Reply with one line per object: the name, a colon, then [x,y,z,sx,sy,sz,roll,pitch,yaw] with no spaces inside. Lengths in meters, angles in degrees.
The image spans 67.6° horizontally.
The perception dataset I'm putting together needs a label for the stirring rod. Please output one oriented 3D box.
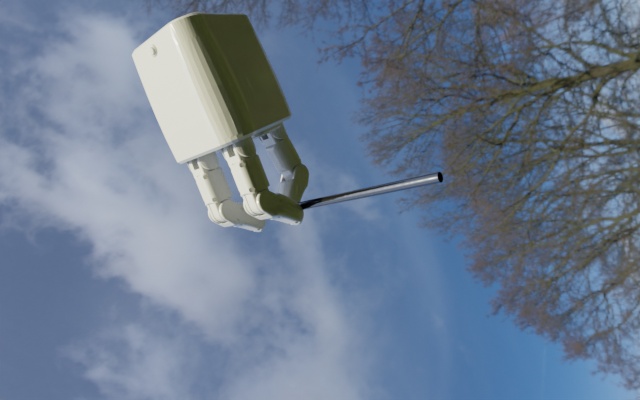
stirring rod: [0.000,0.001,0.428,0.239,0.011,0.011,-12,-8,42]
